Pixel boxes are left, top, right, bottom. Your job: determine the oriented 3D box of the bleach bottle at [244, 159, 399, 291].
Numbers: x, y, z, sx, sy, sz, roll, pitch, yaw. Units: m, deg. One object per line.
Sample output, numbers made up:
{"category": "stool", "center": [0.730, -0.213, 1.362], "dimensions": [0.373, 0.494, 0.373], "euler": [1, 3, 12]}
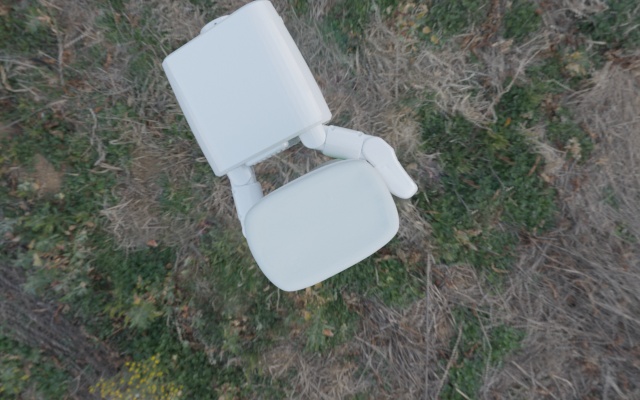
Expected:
{"category": "bleach bottle", "center": [0.000, 0.001, 0.430], "dimensions": [0.102, 0.068, 0.251], "euler": [-26, 6, 2]}
